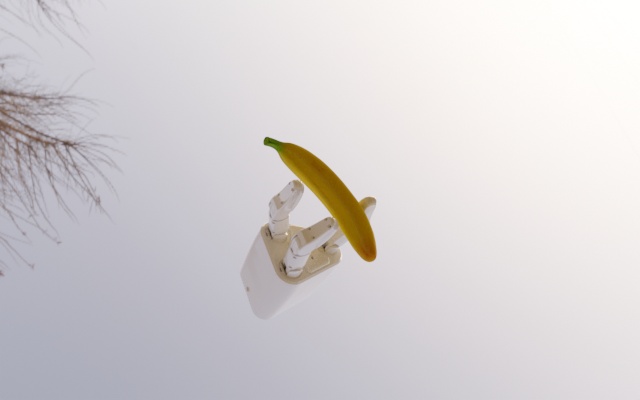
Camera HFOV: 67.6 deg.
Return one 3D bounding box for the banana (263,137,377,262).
[{"bbox_3d":[0.008,-0.006,0.592,0.069,0.197,0.037,-27,-20,-52],"label":"banana"}]
